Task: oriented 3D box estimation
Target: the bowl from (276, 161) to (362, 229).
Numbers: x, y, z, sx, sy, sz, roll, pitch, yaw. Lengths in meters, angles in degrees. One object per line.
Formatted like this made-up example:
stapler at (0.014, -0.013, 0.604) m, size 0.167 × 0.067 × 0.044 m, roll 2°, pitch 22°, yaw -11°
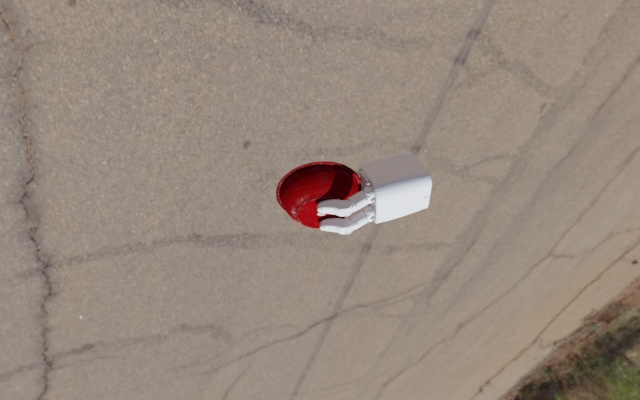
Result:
bowl at (-0.001, 0.004, 0.875) m, size 0.162 × 0.055 × 0.162 m, roll -5°, pitch -39°, yaw -4°
